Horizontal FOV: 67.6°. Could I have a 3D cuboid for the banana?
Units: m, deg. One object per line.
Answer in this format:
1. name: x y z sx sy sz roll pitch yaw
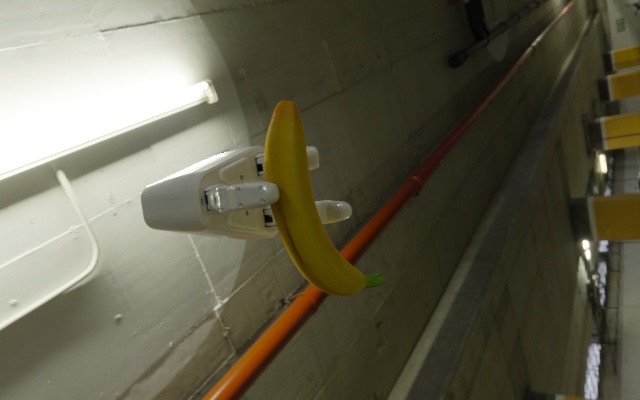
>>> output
1. banana: -0.009 0.014 0.417 0.037 0.198 0.069 -5 29 44
